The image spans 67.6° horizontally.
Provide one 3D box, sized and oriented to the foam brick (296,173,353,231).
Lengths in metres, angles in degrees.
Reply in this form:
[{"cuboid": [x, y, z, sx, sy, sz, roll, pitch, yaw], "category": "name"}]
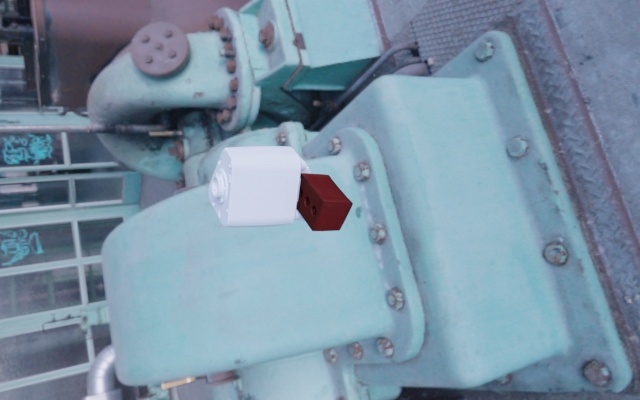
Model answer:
[{"cuboid": [0.000, 0.002, 0.705, 0.051, 0.053, 0.078, 1, 34, -35], "category": "foam brick"}]
